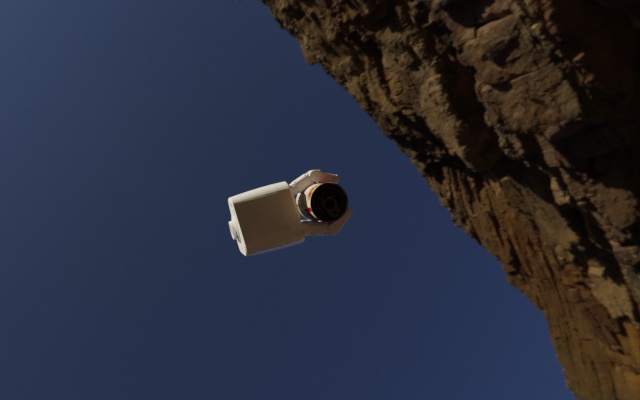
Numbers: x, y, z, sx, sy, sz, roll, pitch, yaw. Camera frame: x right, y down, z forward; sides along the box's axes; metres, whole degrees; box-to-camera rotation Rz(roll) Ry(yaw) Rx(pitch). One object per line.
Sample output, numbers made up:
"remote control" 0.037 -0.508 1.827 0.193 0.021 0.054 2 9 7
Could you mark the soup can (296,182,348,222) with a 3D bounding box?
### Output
"soup can" 0.000 0.003 0.855 0.068 0.068 0.102 0 1 -17
